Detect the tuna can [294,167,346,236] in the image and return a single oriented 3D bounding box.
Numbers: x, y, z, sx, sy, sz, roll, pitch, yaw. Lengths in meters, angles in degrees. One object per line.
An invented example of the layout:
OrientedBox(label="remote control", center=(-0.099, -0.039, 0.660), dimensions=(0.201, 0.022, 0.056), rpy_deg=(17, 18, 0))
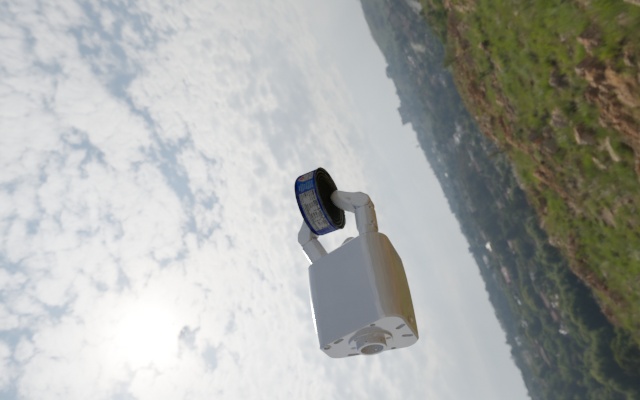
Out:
OrientedBox(label="tuna can", center=(0.000, 0.002, 0.623), dimensions=(0.034, 0.086, 0.086), rpy_deg=(-21, -7, 18))
